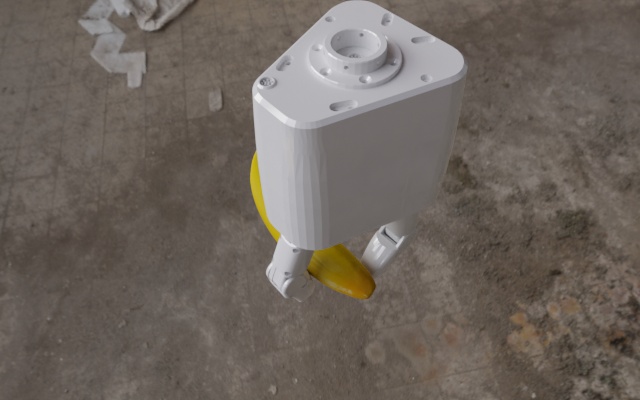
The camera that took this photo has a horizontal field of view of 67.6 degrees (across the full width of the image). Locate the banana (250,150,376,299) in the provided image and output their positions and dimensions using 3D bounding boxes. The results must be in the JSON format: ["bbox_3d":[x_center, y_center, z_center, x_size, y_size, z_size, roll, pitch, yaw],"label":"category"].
[{"bbox_3d":[-0.019,0.003,0.404,0.069,0.197,0.037,-13,-39,-12],"label":"banana"}]
